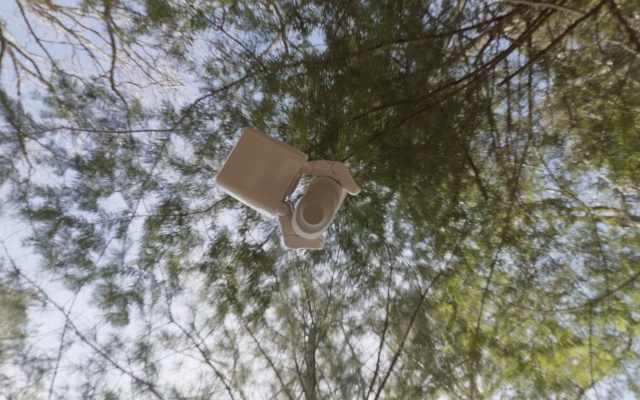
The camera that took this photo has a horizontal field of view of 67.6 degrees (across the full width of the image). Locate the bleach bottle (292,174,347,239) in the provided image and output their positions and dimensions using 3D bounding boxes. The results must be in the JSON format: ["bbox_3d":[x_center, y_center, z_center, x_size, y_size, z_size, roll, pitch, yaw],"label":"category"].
[{"bbox_3d":[0.000,0.003,0.739,0.068,0.102,0.251,28,4,0],"label":"bleach bottle"}]
